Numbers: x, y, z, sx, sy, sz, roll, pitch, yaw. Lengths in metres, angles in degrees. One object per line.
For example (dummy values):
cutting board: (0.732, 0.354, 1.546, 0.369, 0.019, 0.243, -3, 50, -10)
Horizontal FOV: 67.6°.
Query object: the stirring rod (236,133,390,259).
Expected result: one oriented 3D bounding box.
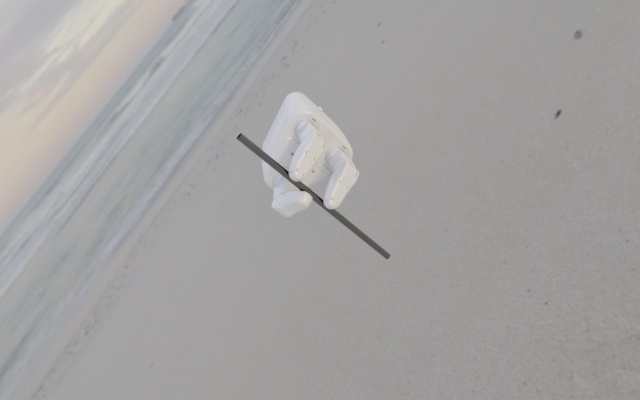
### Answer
stirring rod: (0.000, 0.002, 0.545, 0.239, 0.011, 0.011, 39, -19, -26)
